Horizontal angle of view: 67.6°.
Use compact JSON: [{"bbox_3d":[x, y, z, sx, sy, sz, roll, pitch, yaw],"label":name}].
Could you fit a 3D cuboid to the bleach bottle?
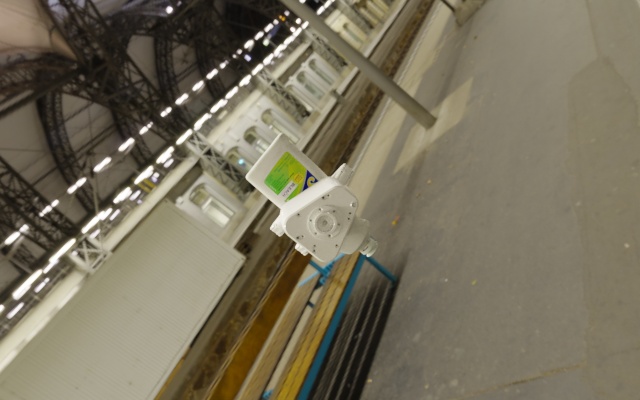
[{"bbox_3d":[0.000,0.003,0.812,0.251,0.102,0.068,39,3,-9],"label":"bleach bottle"}]
